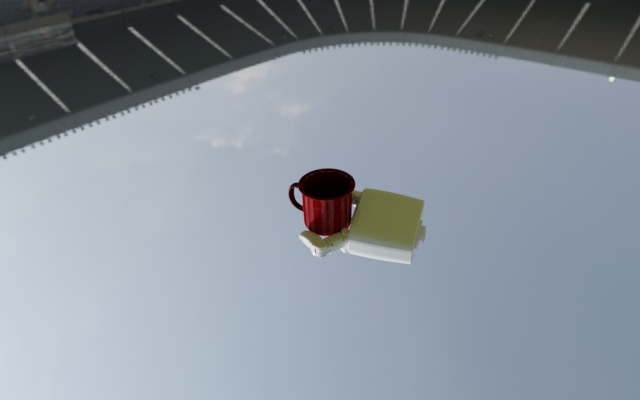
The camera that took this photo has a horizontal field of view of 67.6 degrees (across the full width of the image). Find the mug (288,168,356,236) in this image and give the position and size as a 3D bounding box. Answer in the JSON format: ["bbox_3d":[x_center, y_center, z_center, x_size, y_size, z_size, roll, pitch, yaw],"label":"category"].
[{"bbox_3d":[-0.001,0.003,0.796,0.117,0.082,0.093,11,38,18],"label":"mug"}]
